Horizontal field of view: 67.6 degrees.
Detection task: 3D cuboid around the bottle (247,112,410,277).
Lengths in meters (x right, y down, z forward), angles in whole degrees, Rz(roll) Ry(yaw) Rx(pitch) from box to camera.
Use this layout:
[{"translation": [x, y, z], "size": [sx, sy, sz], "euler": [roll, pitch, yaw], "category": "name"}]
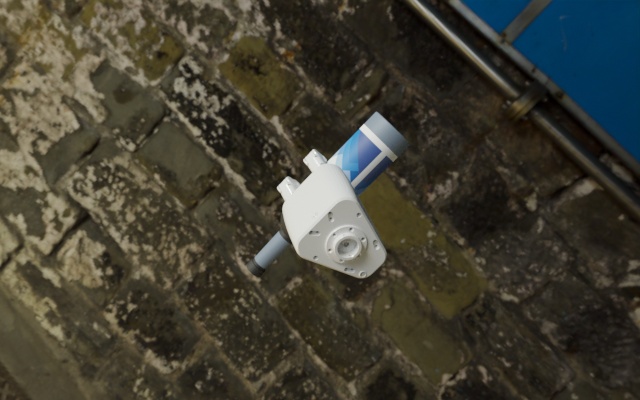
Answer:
[{"translation": [0.000, 0.002, 0.692], "size": [0.069, 0.296, 0.069], "euler": [43, 10, -10], "category": "bottle"}]
